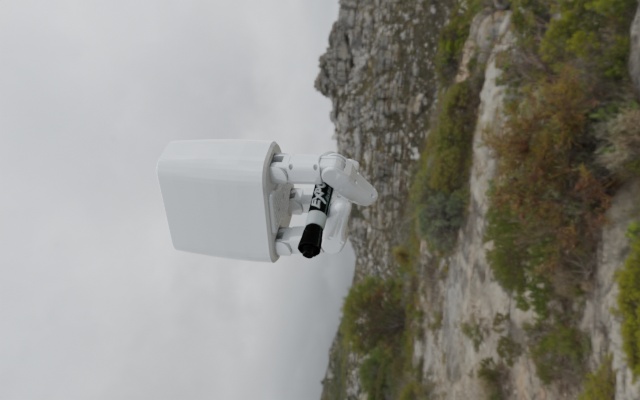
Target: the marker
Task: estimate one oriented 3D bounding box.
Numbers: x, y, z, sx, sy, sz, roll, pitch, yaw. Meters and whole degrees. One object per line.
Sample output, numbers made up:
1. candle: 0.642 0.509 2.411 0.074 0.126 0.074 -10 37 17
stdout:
1. marker: 0.000 0.001 0.419 0.020 0.020 0.121 7 46 7
